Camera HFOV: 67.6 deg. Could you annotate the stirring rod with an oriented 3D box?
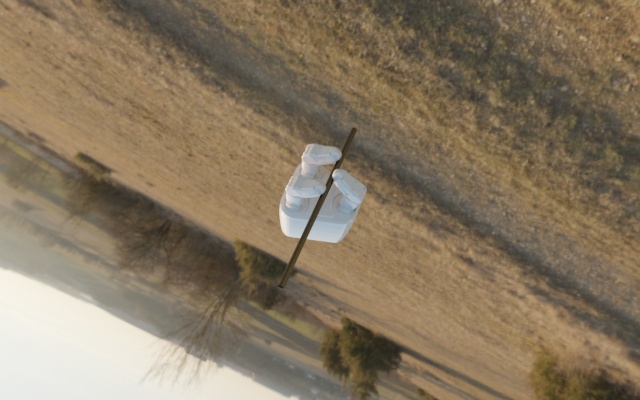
[{"bbox_3d":[0.000,0.002,0.611,0.011,0.239,0.011,21,-23,10],"label":"stirring rod"}]
